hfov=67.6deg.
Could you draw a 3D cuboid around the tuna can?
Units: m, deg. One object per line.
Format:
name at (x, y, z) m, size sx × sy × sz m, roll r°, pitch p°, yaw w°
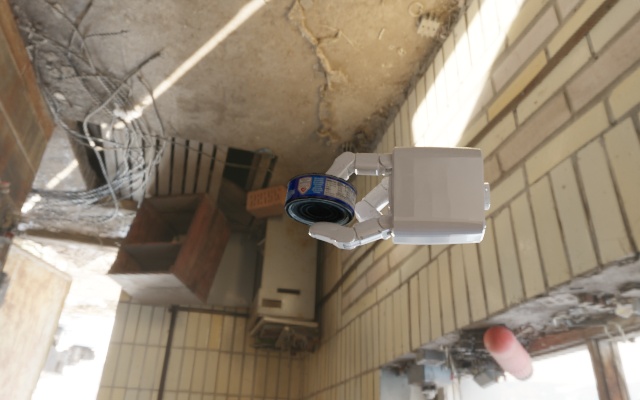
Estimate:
tuna can at (0.000, 0.002, 0.577) m, size 0.086 × 0.033 × 0.086 m, roll 7°, pitch -26°, yaw 3°
